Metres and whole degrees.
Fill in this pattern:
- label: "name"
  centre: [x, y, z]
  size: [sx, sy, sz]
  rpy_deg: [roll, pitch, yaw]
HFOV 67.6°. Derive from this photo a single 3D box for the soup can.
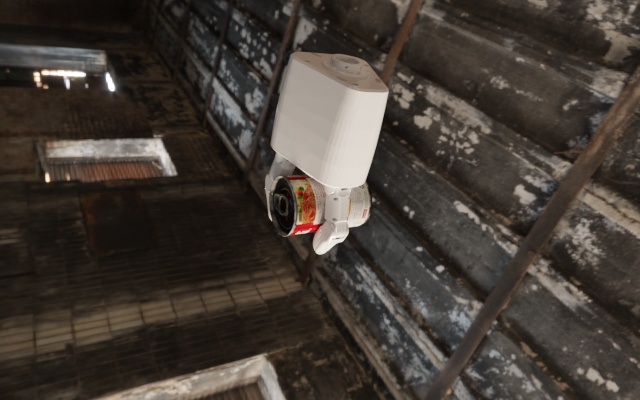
- label: "soup can"
  centre: [0.000, 0.002, 0.555]
  size: [0.102, 0.068, 0.068]
  rpy_deg: [-6, 3, -30]
